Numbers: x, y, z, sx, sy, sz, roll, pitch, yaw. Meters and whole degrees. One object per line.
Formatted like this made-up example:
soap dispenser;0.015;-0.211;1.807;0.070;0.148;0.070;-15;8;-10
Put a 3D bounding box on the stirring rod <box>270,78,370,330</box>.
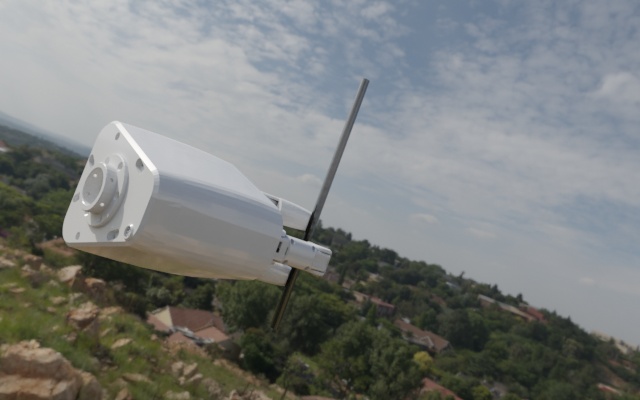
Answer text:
stirring rod;0.000;0.002;0.434;0.011;0.239;0.011;20;-3;1
